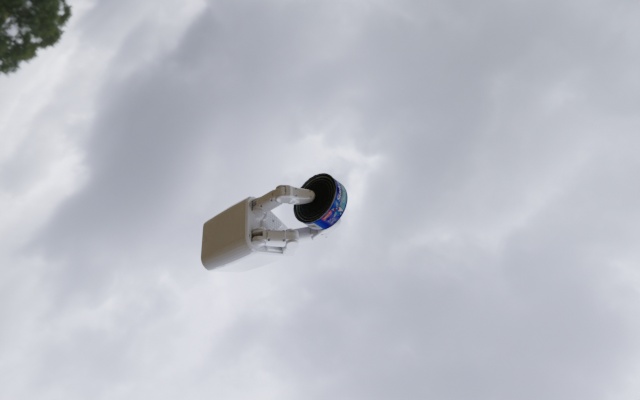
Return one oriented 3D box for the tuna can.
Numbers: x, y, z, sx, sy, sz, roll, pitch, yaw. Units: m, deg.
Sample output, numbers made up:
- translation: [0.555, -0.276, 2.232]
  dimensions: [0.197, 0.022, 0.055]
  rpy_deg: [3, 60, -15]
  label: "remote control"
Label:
- translation: [0.001, 0.003, 0.742]
  dimensions: [0.086, 0.086, 0.034]
  rpy_deg: [0, -25, 45]
  label: "tuna can"
